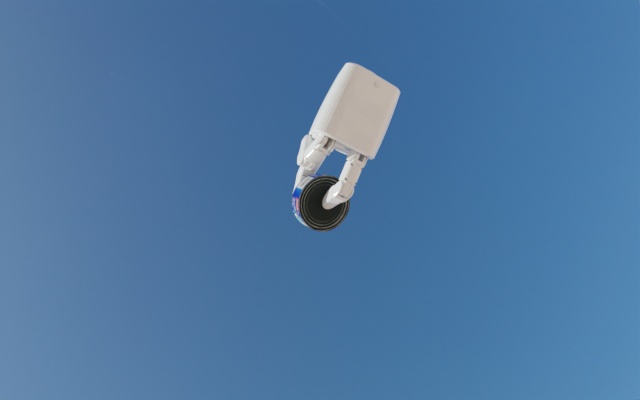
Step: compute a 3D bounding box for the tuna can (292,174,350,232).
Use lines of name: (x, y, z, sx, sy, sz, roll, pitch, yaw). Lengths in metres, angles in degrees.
tuna can: (0.000, 0.002, 0.727, 0.086, 0.086, 0.033, 0, 9, -26)
